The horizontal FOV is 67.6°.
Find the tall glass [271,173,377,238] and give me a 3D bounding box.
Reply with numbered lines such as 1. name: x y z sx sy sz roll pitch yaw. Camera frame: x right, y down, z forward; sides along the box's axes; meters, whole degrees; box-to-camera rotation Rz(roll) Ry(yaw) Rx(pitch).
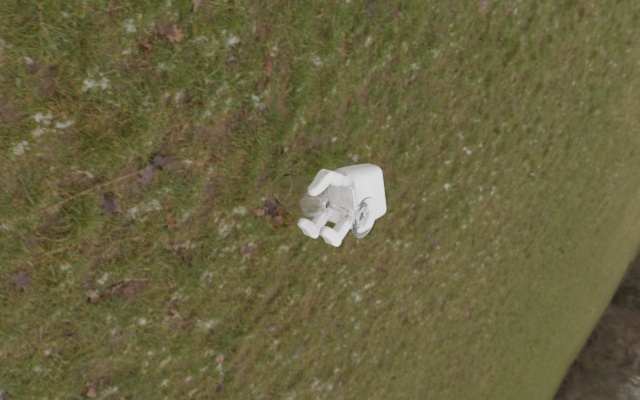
1. tall glass: 0.001 0.003 0.883 0.201 0.079 0.079 19 11 35
